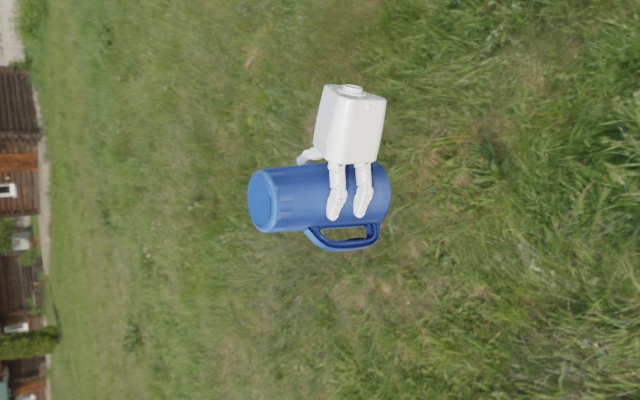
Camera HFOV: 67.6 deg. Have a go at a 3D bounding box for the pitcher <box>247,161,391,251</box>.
[{"bbox_3d":[0.000,0.003,0.860,0.243,0.145,0.149,-5,30,-33],"label":"pitcher"}]
